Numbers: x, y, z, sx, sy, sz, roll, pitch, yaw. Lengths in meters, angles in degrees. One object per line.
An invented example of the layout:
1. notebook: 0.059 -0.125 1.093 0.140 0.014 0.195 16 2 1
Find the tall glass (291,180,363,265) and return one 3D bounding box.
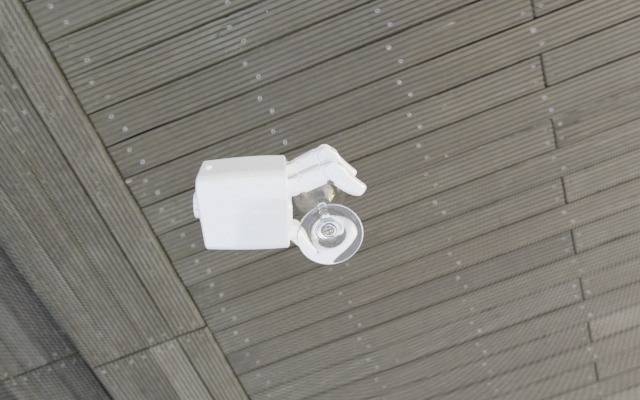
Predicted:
1. tall glass: 0.000 0.002 0.618 0.079 0.079 0.201 0 21 -6
